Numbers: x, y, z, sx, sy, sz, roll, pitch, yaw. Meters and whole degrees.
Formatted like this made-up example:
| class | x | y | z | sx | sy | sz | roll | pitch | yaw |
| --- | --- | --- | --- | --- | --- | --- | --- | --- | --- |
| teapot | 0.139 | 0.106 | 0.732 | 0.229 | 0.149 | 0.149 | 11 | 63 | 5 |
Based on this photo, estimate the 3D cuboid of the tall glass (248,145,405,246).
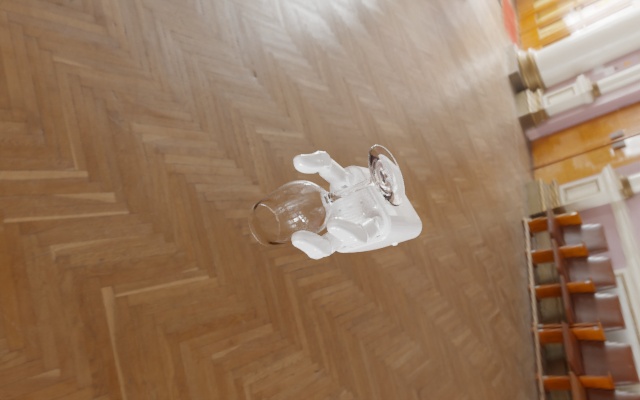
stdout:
| class | x | y | z | sx | sy | sz | roll | pitch | yaw |
| --- | --- | --- | --- | --- | --- | --- | --- | --- | --- |
| tall glass | 0.001 | 0.002 | 0.598 | 0.201 | 0.079 | 0.079 | -22 | -13 | 34 |
